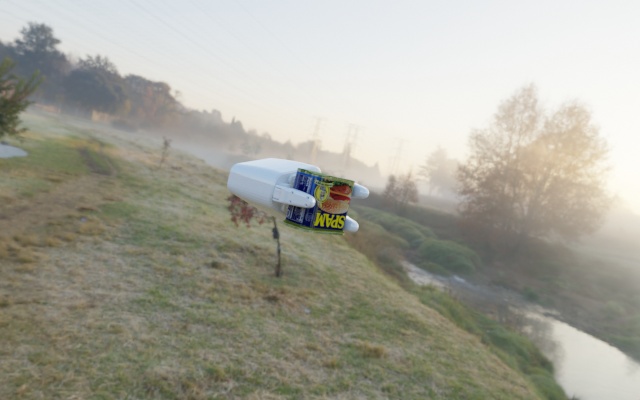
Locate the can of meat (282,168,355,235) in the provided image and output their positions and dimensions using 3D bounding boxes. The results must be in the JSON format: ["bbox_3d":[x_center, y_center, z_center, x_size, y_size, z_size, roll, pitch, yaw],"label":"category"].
[{"bbox_3d":[0.000,0.002,0.701,0.057,0.084,0.102,17,5,40],"label":"can of meat"}]
